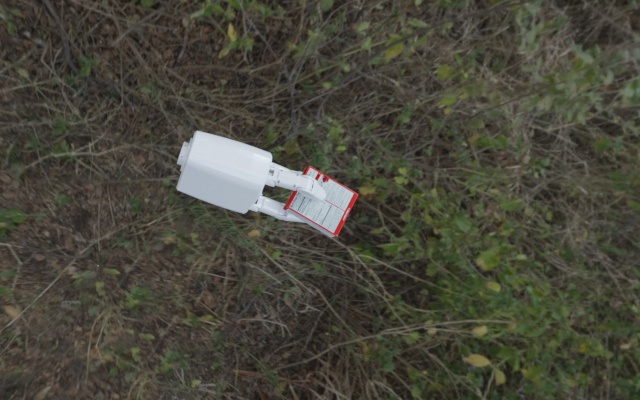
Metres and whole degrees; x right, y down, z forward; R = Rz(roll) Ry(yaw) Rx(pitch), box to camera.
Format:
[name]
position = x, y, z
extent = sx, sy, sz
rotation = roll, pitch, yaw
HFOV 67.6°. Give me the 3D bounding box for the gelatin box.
[gelatin box]
position = 0.001, 0.002, 0.707
extent = 0.089, 0.073, 0.030
rotation = 30, -16, -9
